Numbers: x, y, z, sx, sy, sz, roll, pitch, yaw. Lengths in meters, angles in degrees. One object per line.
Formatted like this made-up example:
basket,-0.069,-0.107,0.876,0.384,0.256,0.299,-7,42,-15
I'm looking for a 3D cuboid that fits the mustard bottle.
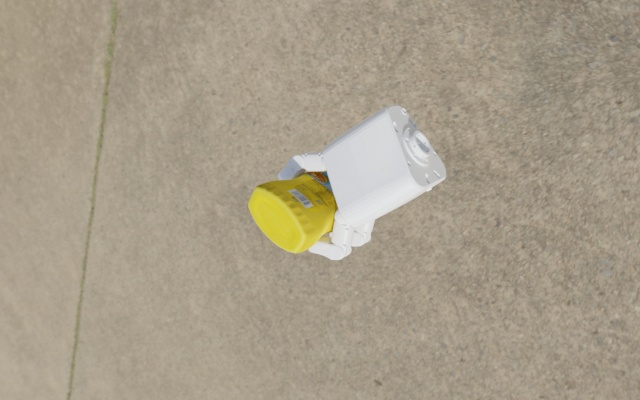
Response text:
mustard bottle,0.000,0.002,0.641,0.096,0.058,0.191,42,34,20
